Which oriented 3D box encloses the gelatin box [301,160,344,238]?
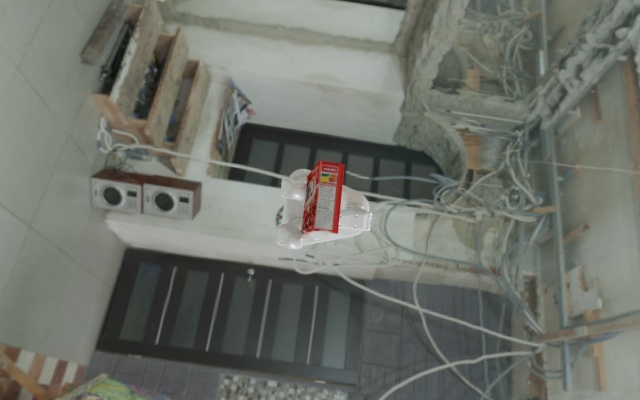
[{"bbox_3d":[0.001,0.002,0.520,0.030,0.073,0.089,8,-8,-9],"label":"gelatin box"}]
